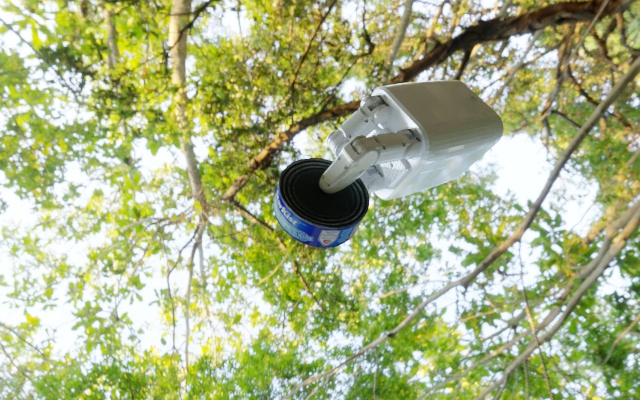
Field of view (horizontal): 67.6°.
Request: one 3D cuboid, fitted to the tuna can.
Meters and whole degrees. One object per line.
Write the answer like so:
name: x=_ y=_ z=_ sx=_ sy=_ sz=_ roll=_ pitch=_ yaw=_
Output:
tuna can: x=0.000 y=0.002 z=0.445 sx=0.086 sy=0.086 sz=0.034 roll=0 pitch=-41 yaw=-20
